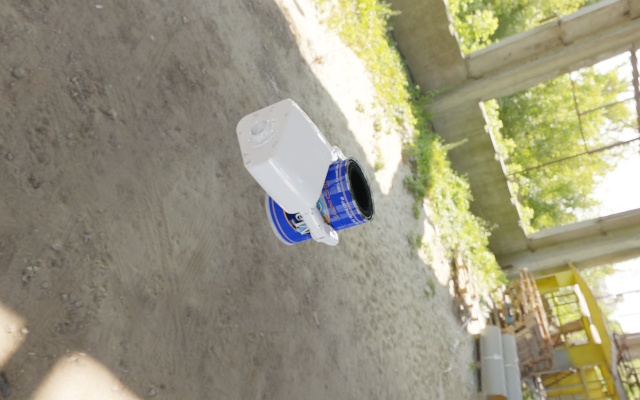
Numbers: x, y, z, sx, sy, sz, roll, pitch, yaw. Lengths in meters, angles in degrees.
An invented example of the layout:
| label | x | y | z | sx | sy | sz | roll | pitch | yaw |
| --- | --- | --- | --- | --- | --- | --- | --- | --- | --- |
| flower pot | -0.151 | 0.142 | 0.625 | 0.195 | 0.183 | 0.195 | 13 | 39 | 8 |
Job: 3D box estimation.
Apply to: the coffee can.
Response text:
| label | x | y | z | sx | sy | sz | roll | pitch | yaw |
| --- | --- | --- | --- | --- | --- | --- | --- | --- | --- |
| coffee can | 0.000 | 0.003 | 0.740 | 0.140 | 0.103 | 0.103 | -18 | -7 | 22 |
